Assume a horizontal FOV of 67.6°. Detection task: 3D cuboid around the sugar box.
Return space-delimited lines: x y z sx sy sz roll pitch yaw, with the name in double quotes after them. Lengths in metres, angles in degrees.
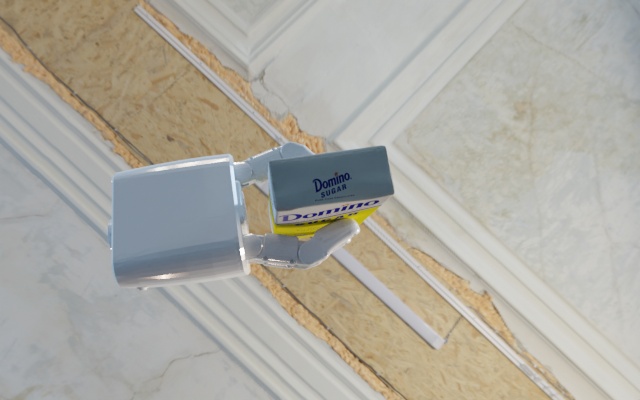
0.000 0.002 0.435 0.093 0.048 0.176 -8 -9 -7 "sugar box"
